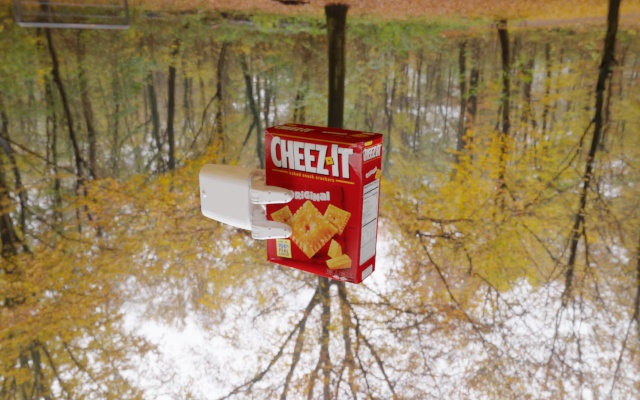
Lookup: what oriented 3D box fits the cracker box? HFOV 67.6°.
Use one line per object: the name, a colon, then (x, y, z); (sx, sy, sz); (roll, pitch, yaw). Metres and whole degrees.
cracker box: (0.000, 0.002, 0.709); (0.164, 0.214, 0.072); (11, 21, 29)
